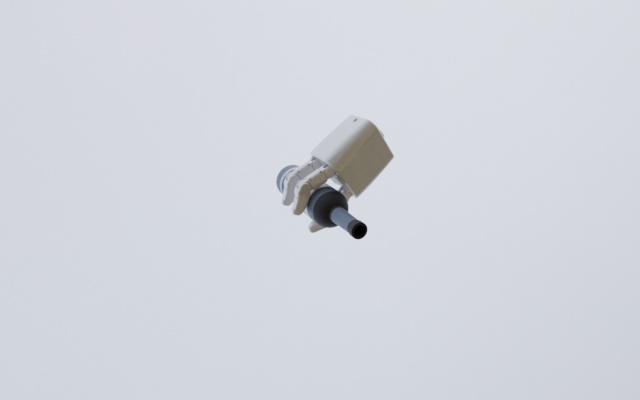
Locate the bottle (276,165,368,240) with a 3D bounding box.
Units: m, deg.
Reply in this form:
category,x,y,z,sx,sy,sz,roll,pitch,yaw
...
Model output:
category,x,y,z,sx,sy,sz,roll,pitch,yaw
bottle,0.000,0.003,0.838,0.069,0.069,0.295,0,17,-25
